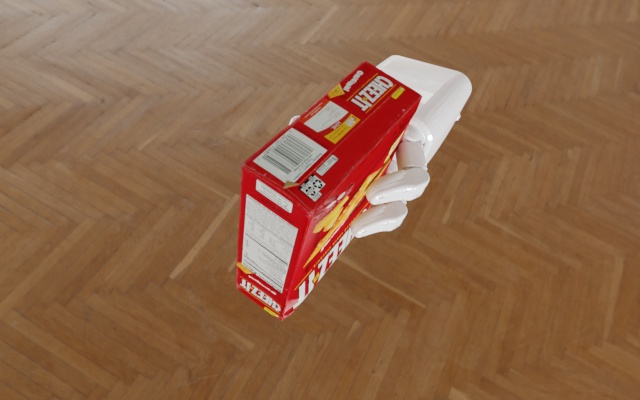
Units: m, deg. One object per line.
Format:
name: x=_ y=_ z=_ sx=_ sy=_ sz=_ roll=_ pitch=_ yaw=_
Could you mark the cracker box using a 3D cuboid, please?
cracker box: x=0.000 y=0.001 z=0.454 sx=0.072 sy=0.164 sz=0.214 roll=35 pitch=-33 yaw=13
